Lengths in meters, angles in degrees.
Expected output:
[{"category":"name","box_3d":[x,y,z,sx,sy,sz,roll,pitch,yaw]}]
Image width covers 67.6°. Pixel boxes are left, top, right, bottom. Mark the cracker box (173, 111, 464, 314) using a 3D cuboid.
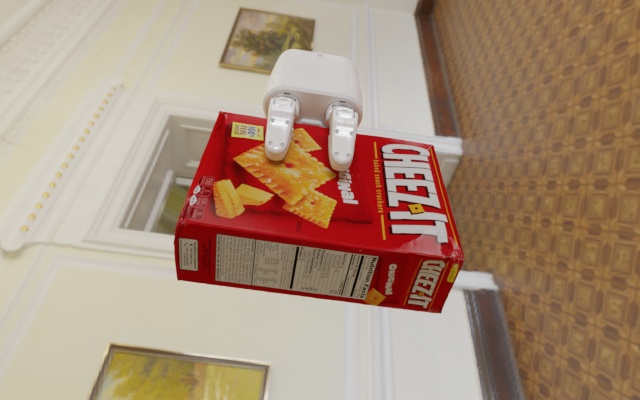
[{"category":"cracker box","box_3d":[0.000,0.001,0.417,0.214,0.072,0.164,8,39,-3]}]
